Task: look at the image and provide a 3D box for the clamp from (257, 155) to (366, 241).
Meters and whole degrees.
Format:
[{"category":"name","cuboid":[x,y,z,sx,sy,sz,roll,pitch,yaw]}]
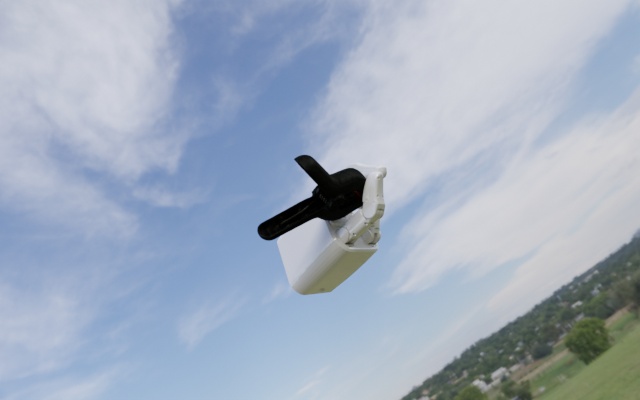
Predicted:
[{"category":"clamp","cuboid":[0.000,0.001,0.594,0.171,0.039,0.120,7,-48,-51]}]
